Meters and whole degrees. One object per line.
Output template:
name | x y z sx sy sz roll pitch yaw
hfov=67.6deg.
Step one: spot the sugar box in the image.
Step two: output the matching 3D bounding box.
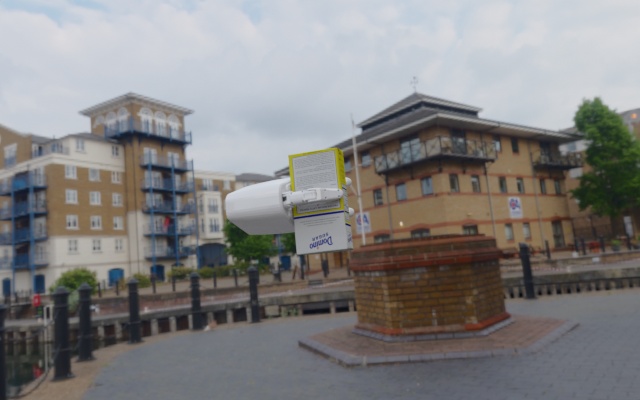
sugar box | 0.000 0.003 0.825 0.093 0.176 0.048 -8 -7 17
